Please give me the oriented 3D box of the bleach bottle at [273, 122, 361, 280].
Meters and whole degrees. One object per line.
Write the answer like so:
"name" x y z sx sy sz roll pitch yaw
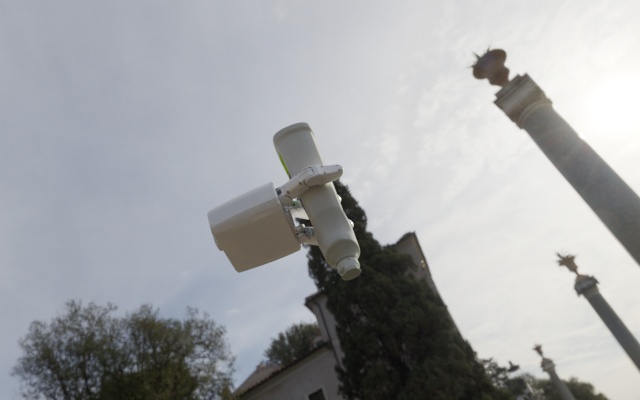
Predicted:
"bleach bottle" 0.000 0.002 0.712 0.068 0.250 0.103 -23 -36 -1
